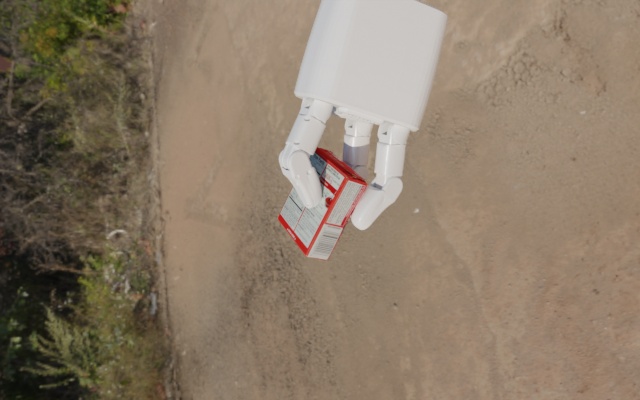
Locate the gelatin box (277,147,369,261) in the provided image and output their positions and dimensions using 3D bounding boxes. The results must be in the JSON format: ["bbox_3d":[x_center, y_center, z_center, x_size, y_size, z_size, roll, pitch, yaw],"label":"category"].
[{"bbox_3d":[0.000,0.002,0.465,0.030,0.089,0.073,16,19,-36],"label":"gelatin box"}]
